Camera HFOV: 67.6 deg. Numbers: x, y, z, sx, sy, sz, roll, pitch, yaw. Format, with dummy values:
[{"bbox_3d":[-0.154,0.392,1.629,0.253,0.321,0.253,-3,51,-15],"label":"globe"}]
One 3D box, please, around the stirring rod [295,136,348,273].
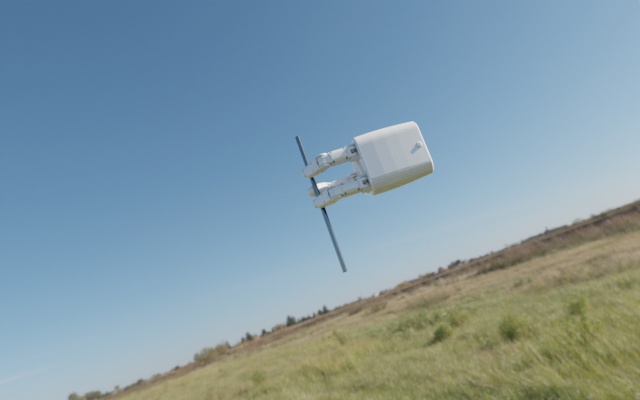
[{"bbox_3d":[0.000,0.003,0.782,0.011,0.239,0.011,-19,-13,-4],"label":"stirring rod"}]
